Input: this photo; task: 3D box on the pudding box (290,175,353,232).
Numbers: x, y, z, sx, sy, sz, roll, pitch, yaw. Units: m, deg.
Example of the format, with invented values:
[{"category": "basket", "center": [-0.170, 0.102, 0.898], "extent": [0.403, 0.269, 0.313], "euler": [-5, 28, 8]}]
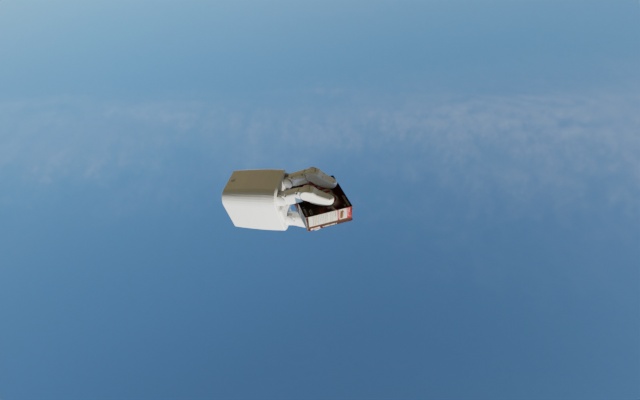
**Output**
[{"category": "pudding box", "center": [0.000, 0.003, 0.890], "extent": [0.090, 0.039, 0.113], "euler": [-14, 39, -12]}]
